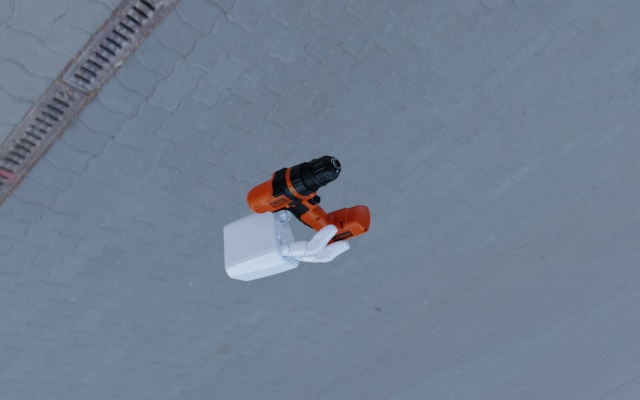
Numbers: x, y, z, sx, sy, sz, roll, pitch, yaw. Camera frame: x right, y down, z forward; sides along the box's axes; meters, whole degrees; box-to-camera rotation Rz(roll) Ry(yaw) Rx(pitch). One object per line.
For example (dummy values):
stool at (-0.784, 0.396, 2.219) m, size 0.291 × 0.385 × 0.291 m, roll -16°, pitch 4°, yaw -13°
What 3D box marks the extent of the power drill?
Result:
power drill at (0.000, 0.003, 0.793) m, size 0.184 × 0.057 × 0.188 m, roll -20°, pitch -40°, yaw 36°
